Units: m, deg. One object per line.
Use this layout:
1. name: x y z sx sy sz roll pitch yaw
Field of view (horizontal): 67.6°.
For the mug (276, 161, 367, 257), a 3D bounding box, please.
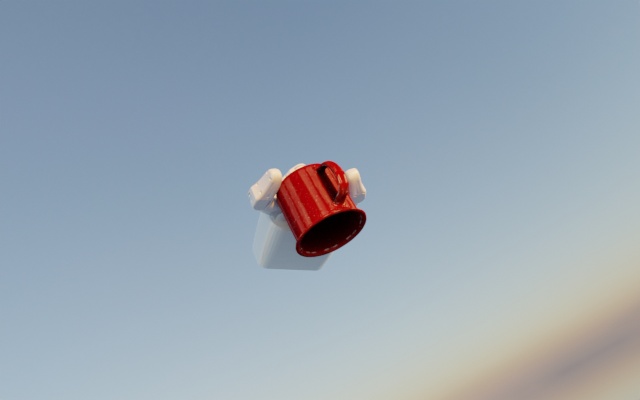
1. mug: 0.000 0.001 0.572 0.093 0.081 0.117 -10 -35 -29
